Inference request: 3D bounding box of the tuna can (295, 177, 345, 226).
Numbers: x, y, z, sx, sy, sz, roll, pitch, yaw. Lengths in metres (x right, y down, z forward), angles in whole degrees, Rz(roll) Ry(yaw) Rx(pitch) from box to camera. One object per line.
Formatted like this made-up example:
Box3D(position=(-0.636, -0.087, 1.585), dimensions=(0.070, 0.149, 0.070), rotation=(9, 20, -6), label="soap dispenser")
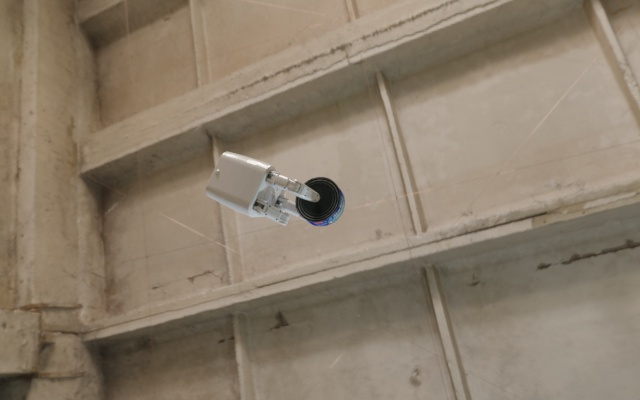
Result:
Box3D(position=(0.000, 0.003, 0.863), dimensions=(0.086, 0.086, 0.034), rotation=(0, -19, 21), label="tuna can")
